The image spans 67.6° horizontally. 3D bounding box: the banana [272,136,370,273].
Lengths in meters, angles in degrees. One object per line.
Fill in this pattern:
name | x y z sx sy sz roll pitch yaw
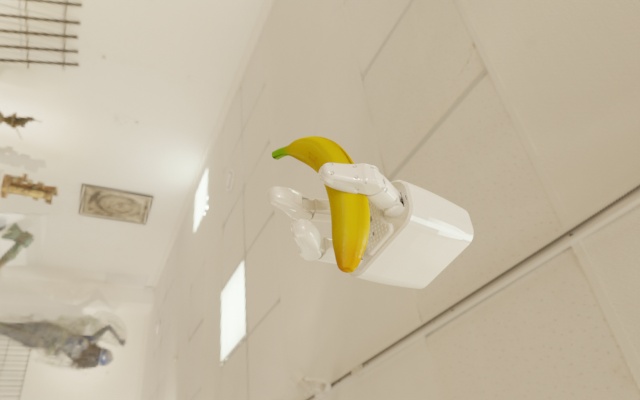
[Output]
banana | 0.011 -0.014 0.486 0.037 0.069 0.197 28 20 -41
